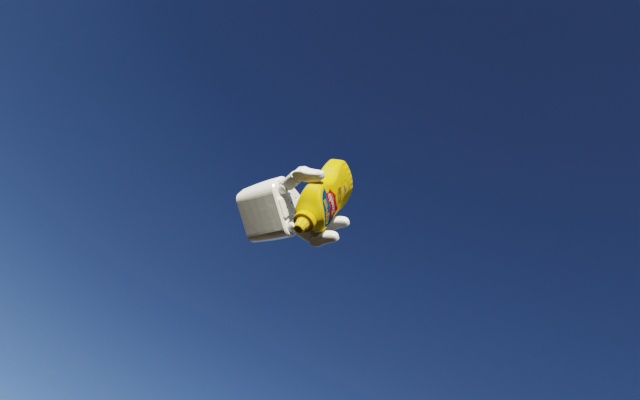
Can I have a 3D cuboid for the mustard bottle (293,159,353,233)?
[{"bbox_3d":[0.001,0.003,0.897,0.058,0.096,0.191,10,34,23],"label":"mustard bottle"}]
